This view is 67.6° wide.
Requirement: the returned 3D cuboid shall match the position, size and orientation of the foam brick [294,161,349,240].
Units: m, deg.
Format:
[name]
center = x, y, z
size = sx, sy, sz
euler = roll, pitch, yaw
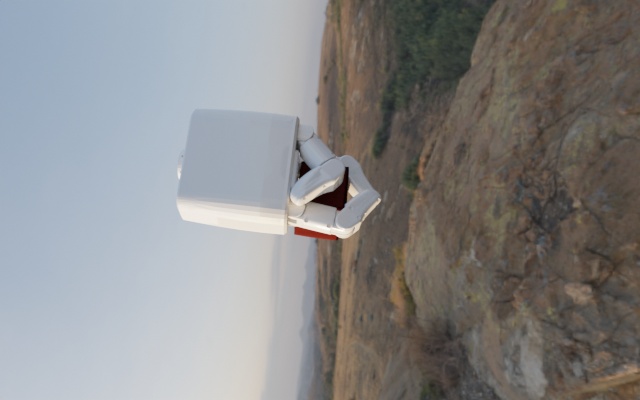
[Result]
[foam brick]
center = 0.000, 0.002, 0.516
size = 0.051, 0.053, 0.078
euler = 6, -30, -1
